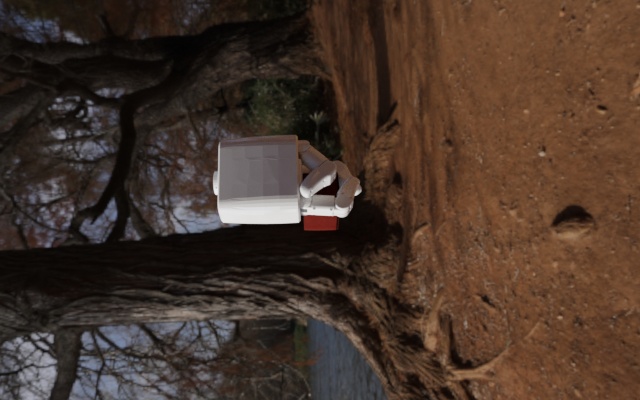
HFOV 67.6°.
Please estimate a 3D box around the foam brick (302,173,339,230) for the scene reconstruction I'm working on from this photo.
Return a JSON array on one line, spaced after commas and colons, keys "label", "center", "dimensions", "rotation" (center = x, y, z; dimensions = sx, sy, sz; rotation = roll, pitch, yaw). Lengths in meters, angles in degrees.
[{"label": "foam brick", "center": [0.000, 0.002, 0.690], "dimensions": [0.051, 0.053, 0.078], "rotation": [-2, -34, -2]}]
